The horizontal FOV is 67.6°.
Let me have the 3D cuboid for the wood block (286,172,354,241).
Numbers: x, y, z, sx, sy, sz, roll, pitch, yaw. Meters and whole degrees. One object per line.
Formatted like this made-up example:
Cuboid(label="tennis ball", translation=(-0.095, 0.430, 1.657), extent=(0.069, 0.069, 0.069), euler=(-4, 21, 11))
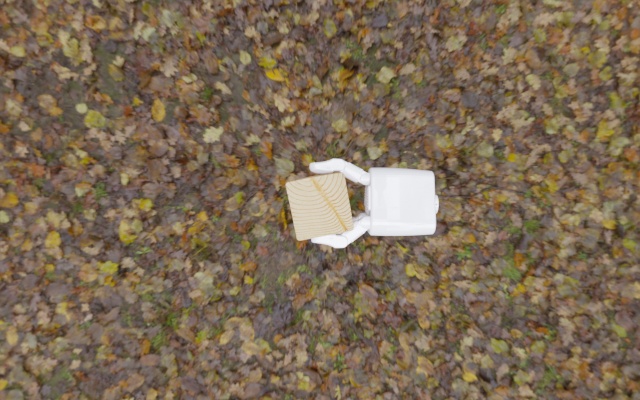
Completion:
Cuboid(label="wood block", translation=(0.000, 0.002, 0.809), extent=(0.090, 0.091, 0.206), euler=(-10, 3, 1))
